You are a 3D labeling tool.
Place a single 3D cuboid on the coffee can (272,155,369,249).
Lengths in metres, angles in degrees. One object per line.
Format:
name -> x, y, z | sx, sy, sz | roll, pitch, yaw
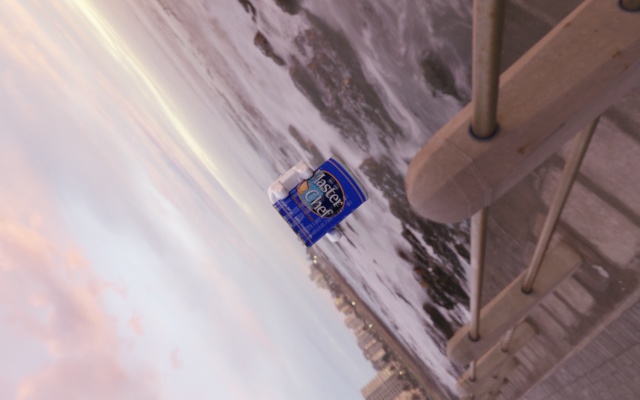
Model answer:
coffee can -> 0.000, 0.003, 0.849 | 0.140, 0.103, 0.103 | -40, 4, -5
